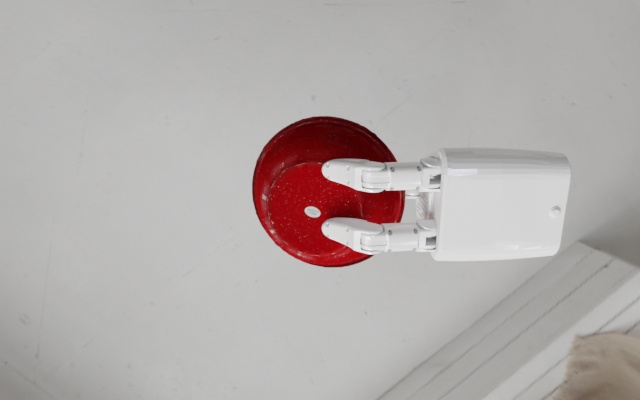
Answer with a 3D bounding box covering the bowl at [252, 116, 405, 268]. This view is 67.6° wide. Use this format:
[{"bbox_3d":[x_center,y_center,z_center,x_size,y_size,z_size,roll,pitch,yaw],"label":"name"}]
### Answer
[{"bbox_3d":[-0.001,0.002,0.467,0.162,0.162,0.055,0,17,14],"label":"bowl"}]
